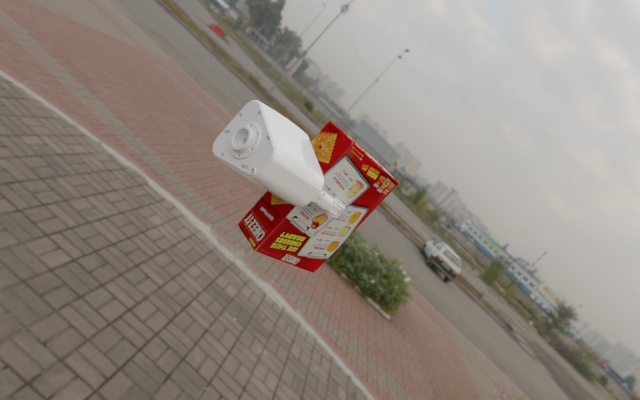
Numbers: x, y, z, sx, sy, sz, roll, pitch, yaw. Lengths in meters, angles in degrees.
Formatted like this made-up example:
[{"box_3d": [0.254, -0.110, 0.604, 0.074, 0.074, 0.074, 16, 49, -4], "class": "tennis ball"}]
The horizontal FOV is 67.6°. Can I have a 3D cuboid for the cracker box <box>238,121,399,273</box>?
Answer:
[{"box_3d": [0.000, 0.002, 0.758, 0.164, 0.214, 0.072, 31, 15, -51], "class": "cracker box"}]
